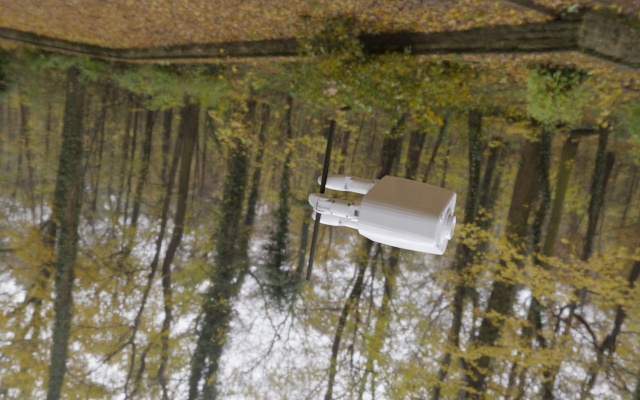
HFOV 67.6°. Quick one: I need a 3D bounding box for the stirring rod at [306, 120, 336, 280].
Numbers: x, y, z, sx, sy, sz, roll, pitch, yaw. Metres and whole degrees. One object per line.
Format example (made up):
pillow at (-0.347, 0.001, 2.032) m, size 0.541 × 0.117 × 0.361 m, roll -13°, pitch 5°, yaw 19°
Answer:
stirring rod at (0.000, 0.002, 0.704) m, size 0.011 × 0.239 × 0.011 m, roll 9°, pitch 9°, yaw -1°
